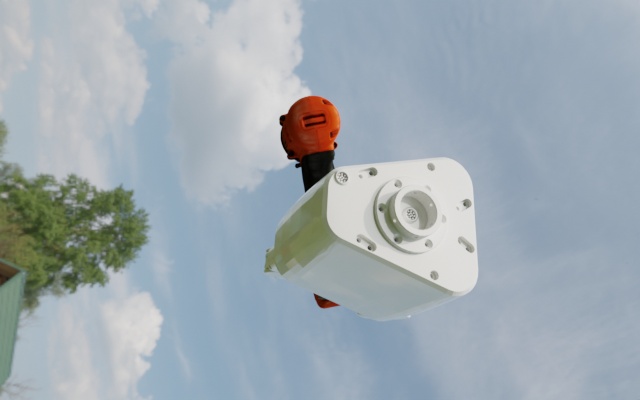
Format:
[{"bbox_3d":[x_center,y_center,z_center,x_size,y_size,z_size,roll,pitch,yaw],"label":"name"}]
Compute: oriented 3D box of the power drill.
[{"bbox_3d":[0.000,0.002,0.473,0.057,0.187,0.184,-14,1,-3],"label":"power drill"}]
